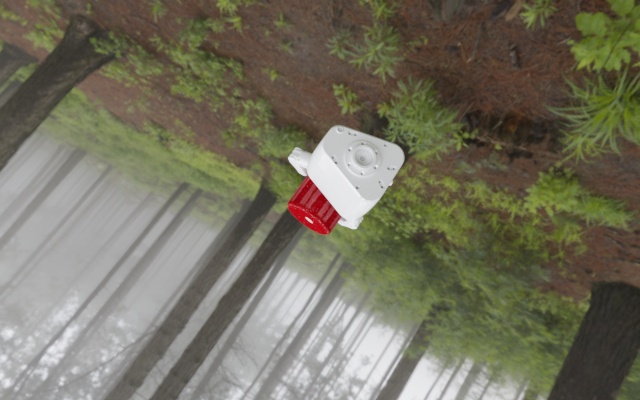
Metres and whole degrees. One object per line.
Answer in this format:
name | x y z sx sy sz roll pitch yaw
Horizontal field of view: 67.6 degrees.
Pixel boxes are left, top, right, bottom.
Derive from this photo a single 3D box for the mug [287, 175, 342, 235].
mug | 0.000 0.003 0.764 0.093 0.081 0.117 36 -17 1
